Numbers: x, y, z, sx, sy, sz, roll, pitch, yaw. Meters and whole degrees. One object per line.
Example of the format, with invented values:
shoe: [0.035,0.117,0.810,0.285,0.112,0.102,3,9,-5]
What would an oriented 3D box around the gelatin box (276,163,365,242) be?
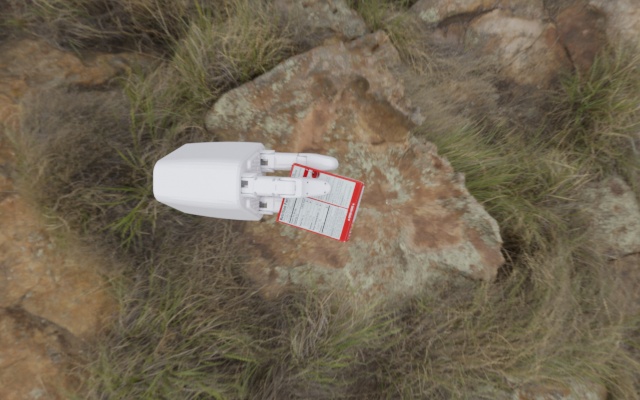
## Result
gelatin box: [0.000,0.002,0.566,0.089,0.073,0.030,16,3,11]
